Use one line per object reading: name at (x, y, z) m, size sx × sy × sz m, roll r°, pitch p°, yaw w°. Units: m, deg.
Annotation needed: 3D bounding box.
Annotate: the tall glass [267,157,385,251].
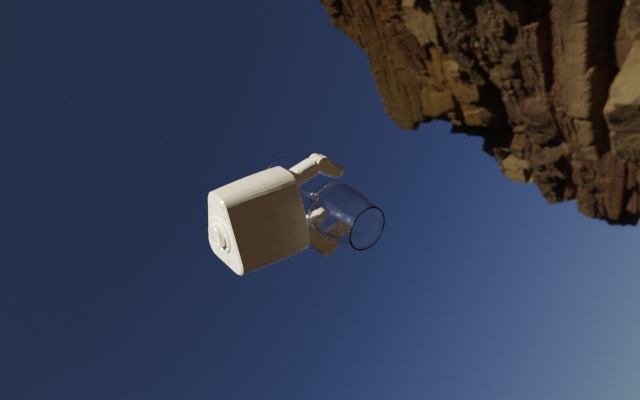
tall glass at (0.000, 0.002, 0.684) m, size 0.079 × 0.079 × 0.201 m, roll 0°, pitch 20°, yaw -41°
